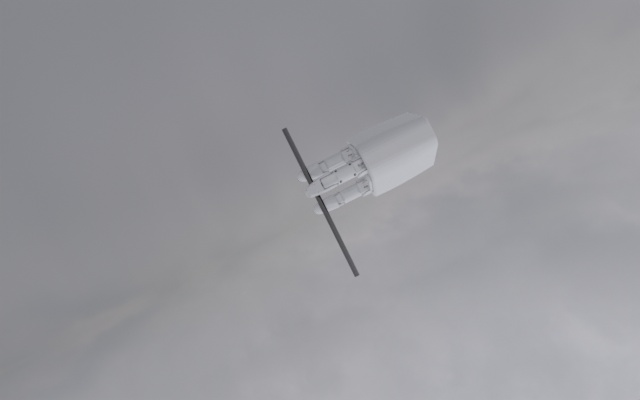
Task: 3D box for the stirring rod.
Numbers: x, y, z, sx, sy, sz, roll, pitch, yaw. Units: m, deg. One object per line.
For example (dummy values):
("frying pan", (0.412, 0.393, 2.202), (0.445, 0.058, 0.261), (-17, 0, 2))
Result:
("stirring rod", (0.000, 0.002, 0.700), (0.011, 0.239, 0.011), (-26, -1, -1))
